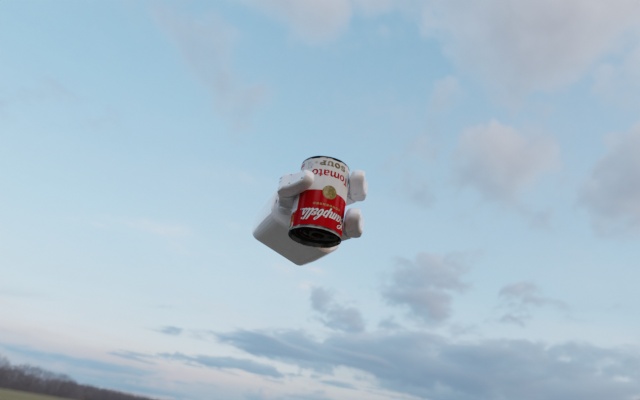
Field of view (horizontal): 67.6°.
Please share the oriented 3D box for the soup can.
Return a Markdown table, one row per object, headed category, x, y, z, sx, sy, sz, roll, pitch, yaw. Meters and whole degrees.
| category | x | y | z | sx | sy | sz | roll | pitch | yaw |
| --- | --- | --- | --- | --- | --- | --- | --- | --- | --- |
| soup can | 0.000 | 0.002 | 0.618 | 0.068 | 0.102 | 0.068 | 8 | -26 | 4 |
